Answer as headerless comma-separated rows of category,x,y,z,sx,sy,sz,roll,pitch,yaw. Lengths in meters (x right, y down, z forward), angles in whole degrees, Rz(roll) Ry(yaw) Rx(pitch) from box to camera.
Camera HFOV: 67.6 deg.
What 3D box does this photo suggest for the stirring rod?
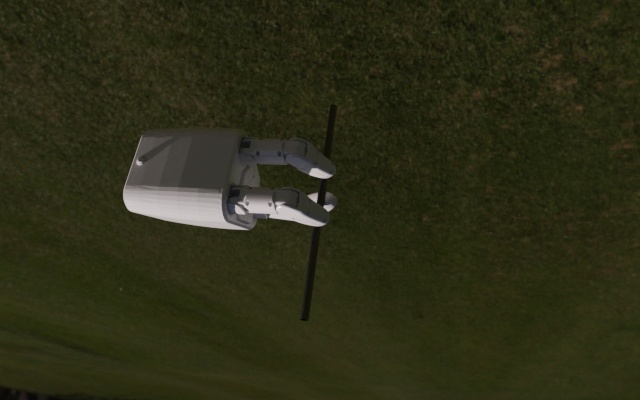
stirring rod,0.000,0.002,0.488,0.011,0.239,0.011,6,-25,3
